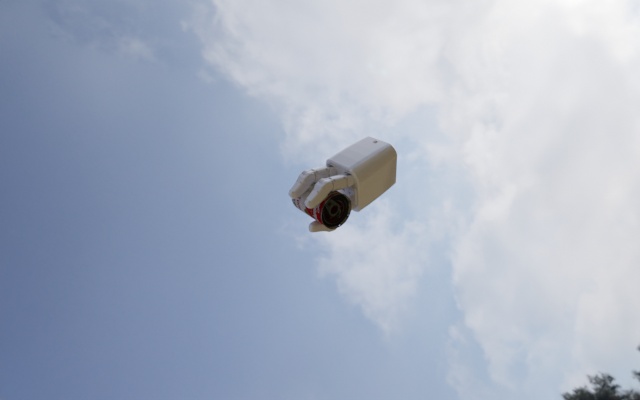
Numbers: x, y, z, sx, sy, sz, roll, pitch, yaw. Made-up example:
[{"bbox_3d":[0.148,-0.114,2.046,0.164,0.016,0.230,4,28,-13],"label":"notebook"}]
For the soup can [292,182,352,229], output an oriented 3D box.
[{"bbox_3d":[0.000,0.003,0.893,0.068,0.068,0.102,0,20,-38],"label":"soup can"}]
